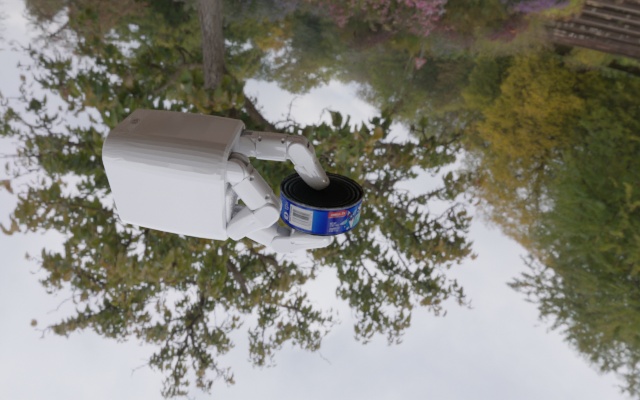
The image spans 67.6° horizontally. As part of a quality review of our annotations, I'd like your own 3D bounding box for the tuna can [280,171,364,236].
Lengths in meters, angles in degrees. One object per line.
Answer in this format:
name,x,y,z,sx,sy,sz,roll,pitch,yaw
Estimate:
tuna can,0.000,0.002,0.494,0.086,0.034,0.086,5,27,-2
